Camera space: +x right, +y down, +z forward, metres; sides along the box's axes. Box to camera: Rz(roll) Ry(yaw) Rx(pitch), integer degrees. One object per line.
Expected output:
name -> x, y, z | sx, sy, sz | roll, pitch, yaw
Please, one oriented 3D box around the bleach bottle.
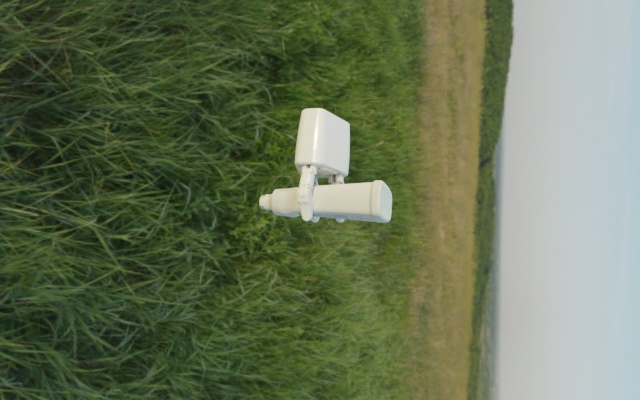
bleach bottle -> 0.000, 0.003, 0.889 | 0.251, 0.068, 0.102 | 1, -12, 21
